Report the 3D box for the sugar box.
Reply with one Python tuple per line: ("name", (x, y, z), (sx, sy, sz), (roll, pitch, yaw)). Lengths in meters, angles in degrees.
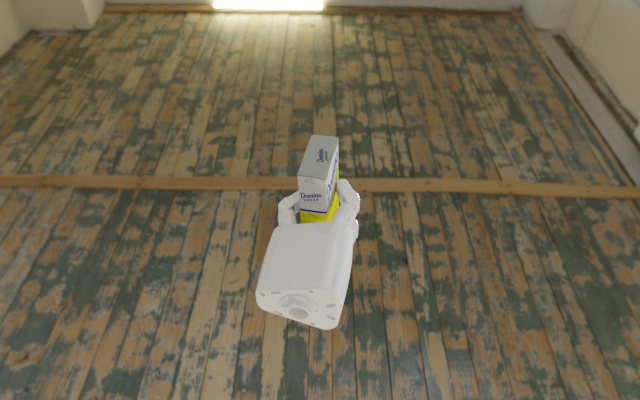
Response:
("sugar box", (0.001, 0.003, 0.699), (0.048, 0.176, 0.093), (9, 45, 8))
